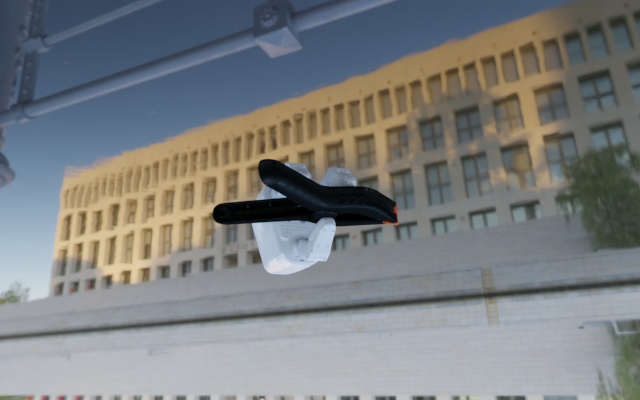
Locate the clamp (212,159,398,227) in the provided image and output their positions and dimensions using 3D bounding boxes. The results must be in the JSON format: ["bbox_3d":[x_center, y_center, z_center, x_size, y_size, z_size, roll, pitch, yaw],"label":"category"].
[{"bbox_3d":[0.001,0.003,0.518,0.210,0.036,0.164,5,-18,-20],"label":"clamp"}]
